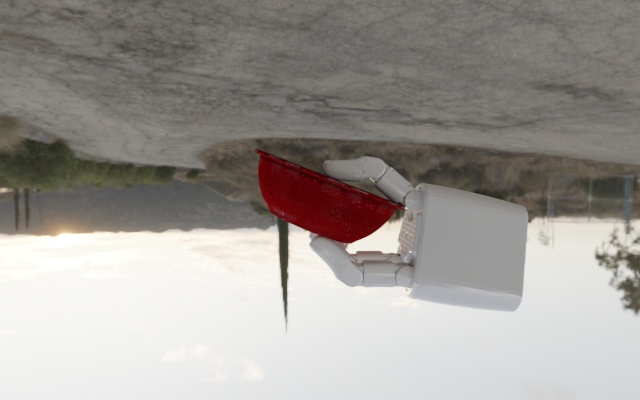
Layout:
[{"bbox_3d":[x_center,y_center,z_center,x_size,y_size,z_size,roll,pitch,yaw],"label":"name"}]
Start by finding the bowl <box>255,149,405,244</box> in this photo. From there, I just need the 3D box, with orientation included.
[{"bbox_3d":[-0.001,0.002,0.485,0.162,0.055,0.162,22,3,-1],"label":"bowl"}]
